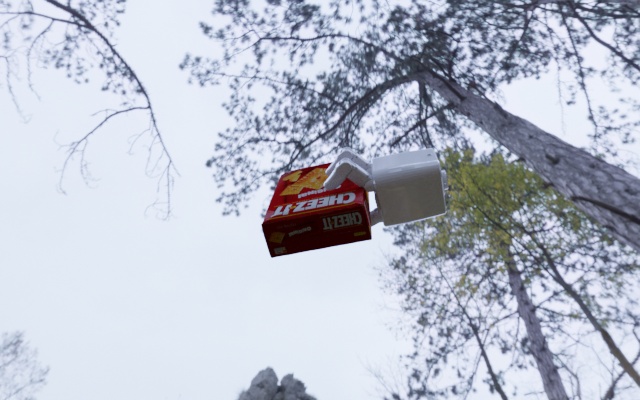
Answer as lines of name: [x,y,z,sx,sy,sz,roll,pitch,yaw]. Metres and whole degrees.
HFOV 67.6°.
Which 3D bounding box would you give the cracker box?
cracker box: [0.000,0.003,0.818,0.164,0.072,0.213,-12,23,10]
